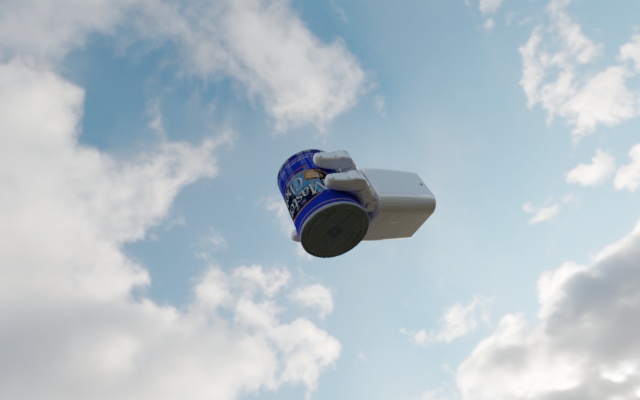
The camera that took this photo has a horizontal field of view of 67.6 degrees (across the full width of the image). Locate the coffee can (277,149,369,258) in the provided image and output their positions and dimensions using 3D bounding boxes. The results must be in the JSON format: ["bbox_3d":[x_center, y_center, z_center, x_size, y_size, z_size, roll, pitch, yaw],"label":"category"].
[{"bbox_3d":[0.000,0.003,0.724,0.103,0.103,0.140,0,38,-23],"label":"coffee can"}]
